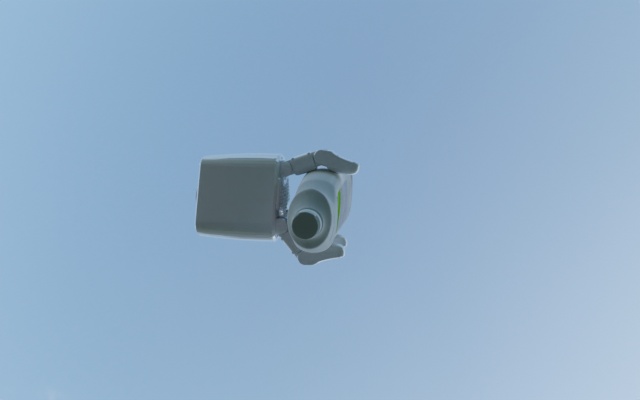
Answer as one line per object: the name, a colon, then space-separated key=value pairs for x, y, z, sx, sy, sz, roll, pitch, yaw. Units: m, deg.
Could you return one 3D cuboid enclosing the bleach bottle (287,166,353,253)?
bleach bottle: x=0.000 y=0.002 z=0.610 sx=0.068 sy=0.102 sz=0.251 roll=1 pitch=7 yaw=7
